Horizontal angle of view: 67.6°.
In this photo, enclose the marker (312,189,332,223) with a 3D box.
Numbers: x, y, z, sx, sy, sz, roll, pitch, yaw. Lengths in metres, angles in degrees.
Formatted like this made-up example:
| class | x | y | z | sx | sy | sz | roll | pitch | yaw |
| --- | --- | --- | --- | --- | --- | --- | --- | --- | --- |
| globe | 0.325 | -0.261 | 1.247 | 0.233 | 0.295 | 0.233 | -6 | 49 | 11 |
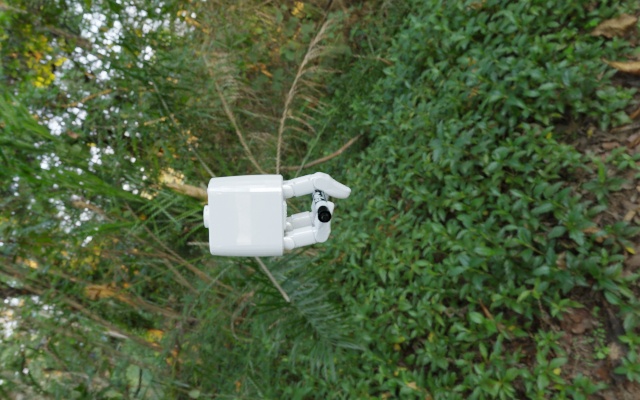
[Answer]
| class | x | y | z | sx | sy | sz | roll | pitch | yaw |
| --- | --- | --- | --- | --- | --- | --- | --- | --- | --- |
| marker | 0.000 | 0.002 | 0.672 | 0.020 | 0.020 | 0.121 | 0 | 20 | -6 |
